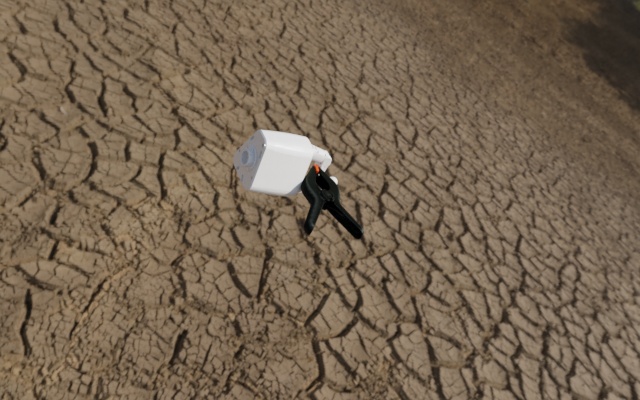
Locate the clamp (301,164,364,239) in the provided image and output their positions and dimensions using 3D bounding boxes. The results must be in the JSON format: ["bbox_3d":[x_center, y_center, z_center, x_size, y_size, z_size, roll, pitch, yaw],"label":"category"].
[{"bbox_3d":[0.000,0.002,0.886,0.120,0.171,0.039,5,-45,-41],"label":"clamp"}]
